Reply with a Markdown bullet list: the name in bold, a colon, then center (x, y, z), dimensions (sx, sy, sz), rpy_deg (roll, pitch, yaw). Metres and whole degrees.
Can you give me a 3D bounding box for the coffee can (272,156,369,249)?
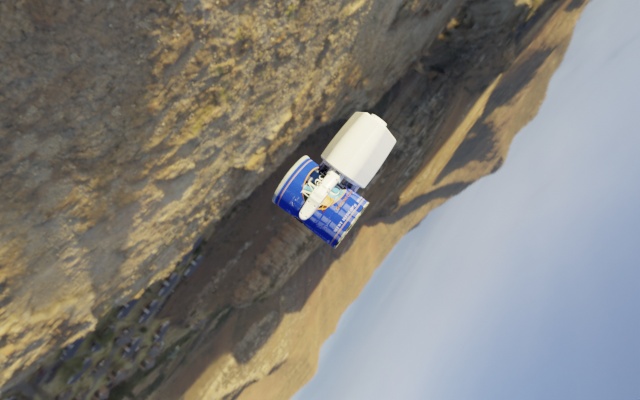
- **coffee can**: center (0.000, 0.003, 0.844), dimensions (0.140, 0.103, 0.103), rpy_deg (37, 4, 5)
